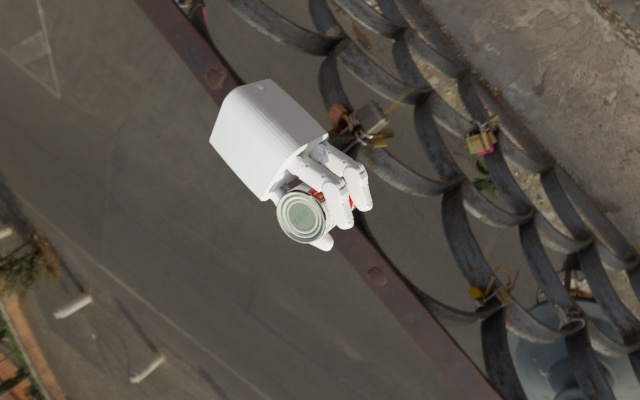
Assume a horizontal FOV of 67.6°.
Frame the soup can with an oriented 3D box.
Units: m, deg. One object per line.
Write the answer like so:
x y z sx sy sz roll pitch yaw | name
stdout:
0.000 0.002 0.588 0.068 0.068 0.102 0 21 30 | soup can
